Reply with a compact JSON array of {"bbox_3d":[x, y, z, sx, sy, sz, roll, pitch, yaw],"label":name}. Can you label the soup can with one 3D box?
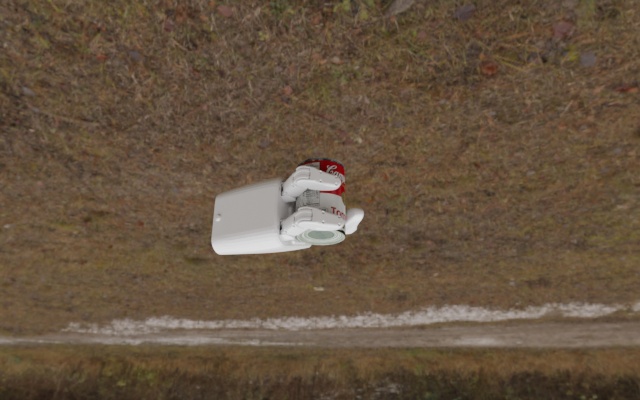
[{"bbox_3d":[0.001,0.002,0.646,0.068,0.102,0.068,0,-24,0],"label":"soup can"}]
